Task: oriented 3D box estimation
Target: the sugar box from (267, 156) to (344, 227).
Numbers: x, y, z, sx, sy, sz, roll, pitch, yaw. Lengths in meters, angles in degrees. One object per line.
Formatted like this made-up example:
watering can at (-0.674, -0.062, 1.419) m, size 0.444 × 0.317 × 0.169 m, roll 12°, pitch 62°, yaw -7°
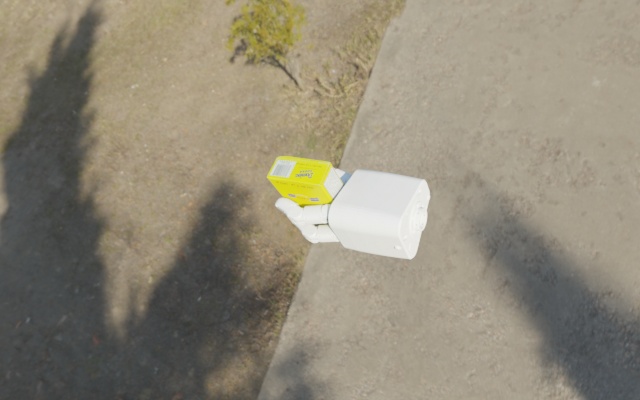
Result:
sugar box at (0.000, 0.003, 0.727) m, size 0.093 × 0.048 × 0.176 m, roll 10°, pitch -28°, yaw 31°
